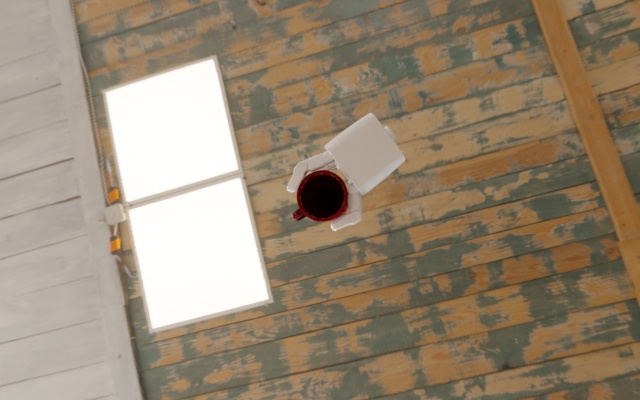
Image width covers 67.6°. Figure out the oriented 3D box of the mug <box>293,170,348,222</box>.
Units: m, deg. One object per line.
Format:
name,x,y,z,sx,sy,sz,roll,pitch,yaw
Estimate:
mug,-0.001,0.004,0.890,0.117,0.093,0.081,-36,-11,5
